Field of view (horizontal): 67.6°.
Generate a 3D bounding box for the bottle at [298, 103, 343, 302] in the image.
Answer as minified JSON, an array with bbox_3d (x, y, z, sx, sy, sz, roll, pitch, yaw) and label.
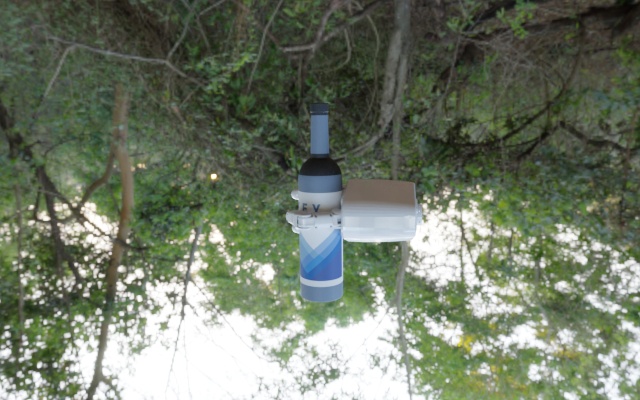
[{"bbox_3d":[0.000,0.003,0.724,0.069,0.296,0.069,-1,10,0],"label":"bottle"}]
